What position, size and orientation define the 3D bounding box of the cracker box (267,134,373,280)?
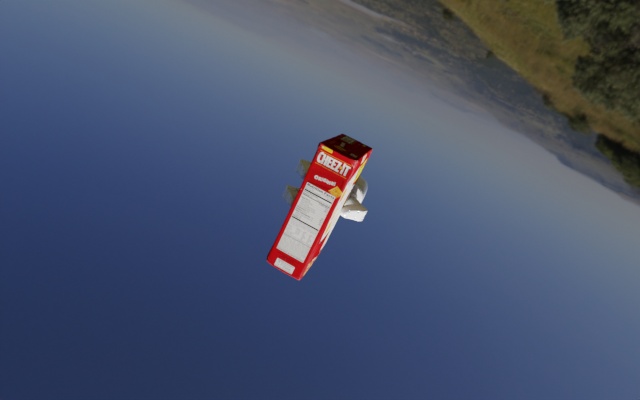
[{"bbox_3d":[0.000,0.003,0.789,0.072,0.214,0.164,27,17,6],"label":"cracker box"}]
